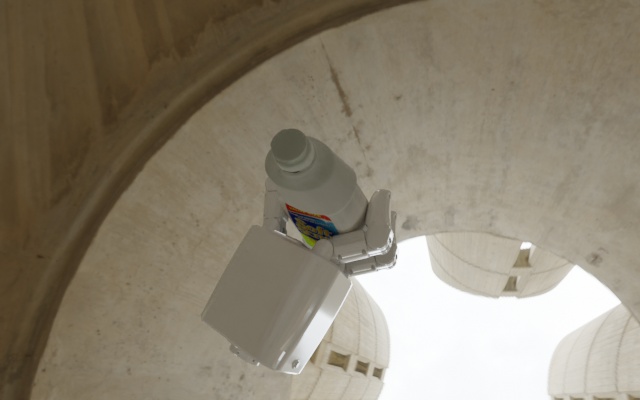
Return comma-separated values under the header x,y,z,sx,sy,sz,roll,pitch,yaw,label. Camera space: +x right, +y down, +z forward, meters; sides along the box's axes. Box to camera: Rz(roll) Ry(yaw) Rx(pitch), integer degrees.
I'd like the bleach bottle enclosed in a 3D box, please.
x,y,z,sx,sy,sz,roll,pitch,yaw,label
0.000,0.002,0.469,0.102,0.068,0.251,25,-13,23,bleach bottle
